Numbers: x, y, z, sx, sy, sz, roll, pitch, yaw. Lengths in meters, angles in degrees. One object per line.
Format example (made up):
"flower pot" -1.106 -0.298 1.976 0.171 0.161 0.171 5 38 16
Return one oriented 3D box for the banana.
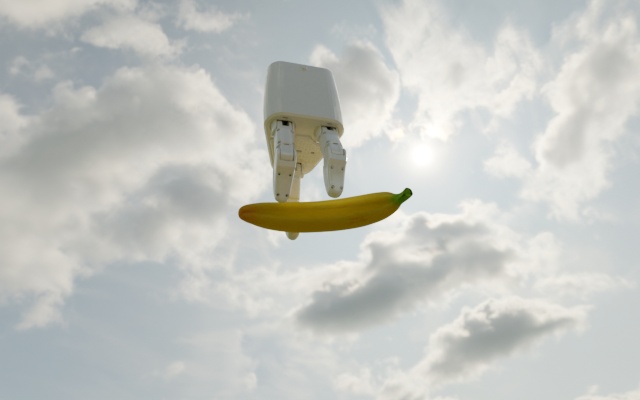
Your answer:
"banana" 0.007 0.011 0.560 0.198 0.037 0.070 -8 -33 6
